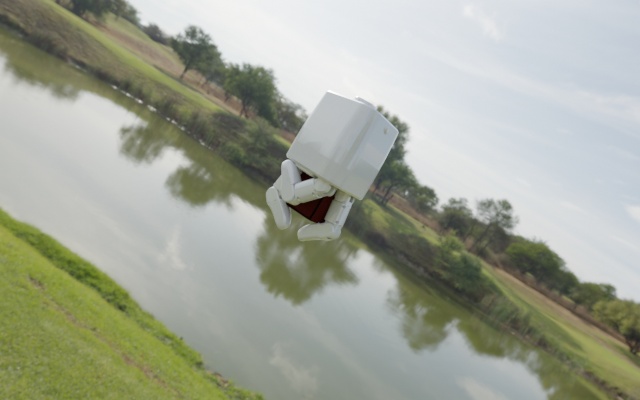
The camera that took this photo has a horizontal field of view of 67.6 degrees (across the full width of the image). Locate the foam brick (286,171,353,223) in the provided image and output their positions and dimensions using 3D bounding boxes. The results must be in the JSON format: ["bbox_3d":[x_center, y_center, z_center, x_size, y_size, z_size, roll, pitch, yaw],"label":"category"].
[{"bbox_3d":[0.000,0.002,0.665,0.053,0.051,0.078,32,4,33],"label":"foam brick"}]
